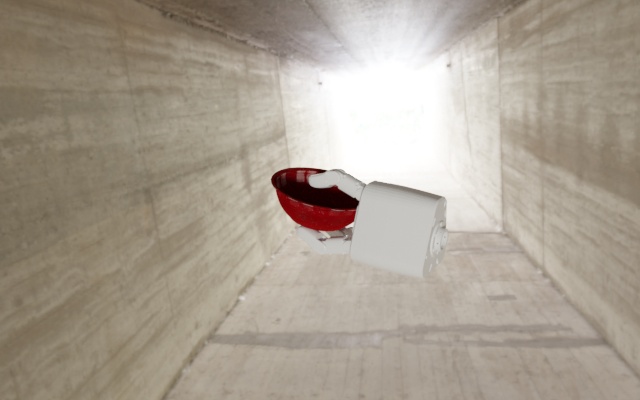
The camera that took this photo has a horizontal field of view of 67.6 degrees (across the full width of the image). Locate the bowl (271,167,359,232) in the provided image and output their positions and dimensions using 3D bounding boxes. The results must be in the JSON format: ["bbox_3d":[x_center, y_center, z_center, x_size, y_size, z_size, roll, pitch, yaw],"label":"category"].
[{"bbox_3d":[-0.001,0.002,0.734,0.162,0.055,0.162,10,23,-4],"label":"bowl"}]
